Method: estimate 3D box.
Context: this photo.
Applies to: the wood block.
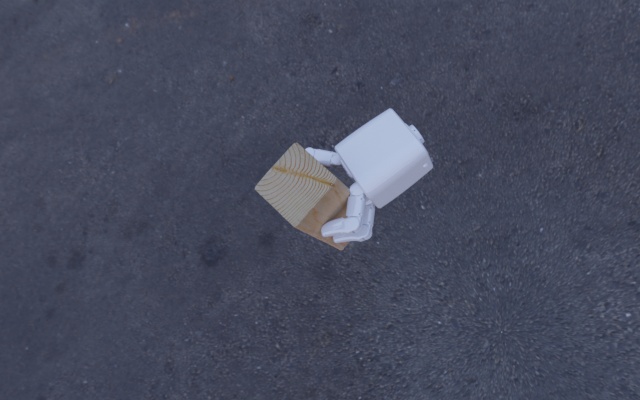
[{"bbox_3d":[0.000,0.002,0.740,0.090,0.090,0.206,43,3,25],"label":"wood block"}]
